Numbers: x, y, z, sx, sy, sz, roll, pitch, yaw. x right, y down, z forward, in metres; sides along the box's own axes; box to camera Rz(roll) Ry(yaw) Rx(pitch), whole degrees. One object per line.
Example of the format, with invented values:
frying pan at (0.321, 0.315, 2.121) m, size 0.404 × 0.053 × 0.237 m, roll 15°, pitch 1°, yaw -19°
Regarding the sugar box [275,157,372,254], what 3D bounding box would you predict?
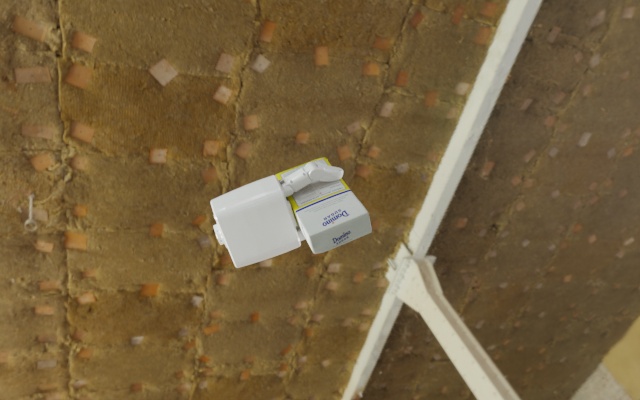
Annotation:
sugar box at (0.000, 0.003, 0.736) m, size 0.093 × 0.048 × 0.176 m, roll -21°, pitch 40°, yaw -8°
